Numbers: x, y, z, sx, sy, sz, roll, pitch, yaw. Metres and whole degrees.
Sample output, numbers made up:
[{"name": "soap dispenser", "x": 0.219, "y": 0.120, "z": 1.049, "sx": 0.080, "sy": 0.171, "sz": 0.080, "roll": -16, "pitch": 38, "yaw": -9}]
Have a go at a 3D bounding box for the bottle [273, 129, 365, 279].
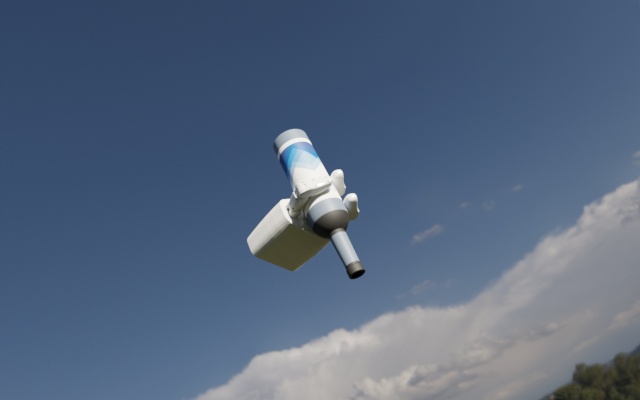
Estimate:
[{"name": "bottle", "x": 0.000, "y": 0.002, "z": 0.809, "sx": 0.069, "sy": 0.295, "sz": 0.069, "roll": -19, "pitch": -33, "yaw": -13}]
